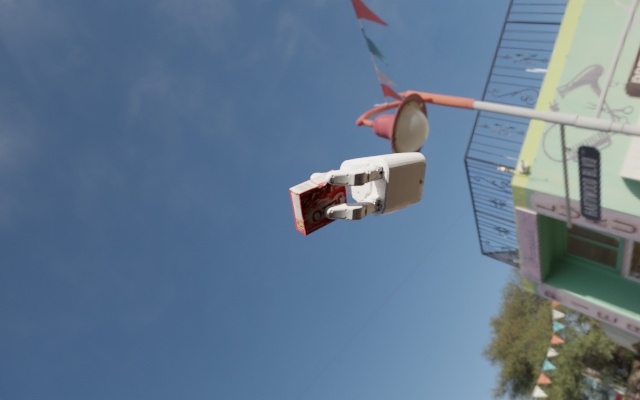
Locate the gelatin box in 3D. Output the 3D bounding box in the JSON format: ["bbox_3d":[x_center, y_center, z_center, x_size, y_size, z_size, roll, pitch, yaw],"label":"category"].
[{"bbox_3d":[0.000,0.002,0.738,0.089,0.073,0.030,-25,32,-29],"label":"gelatin box"}]
